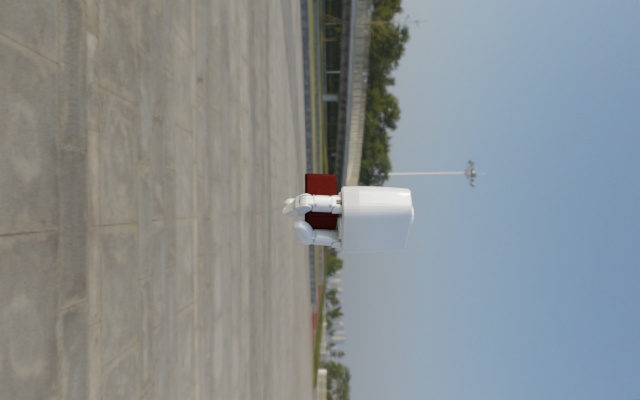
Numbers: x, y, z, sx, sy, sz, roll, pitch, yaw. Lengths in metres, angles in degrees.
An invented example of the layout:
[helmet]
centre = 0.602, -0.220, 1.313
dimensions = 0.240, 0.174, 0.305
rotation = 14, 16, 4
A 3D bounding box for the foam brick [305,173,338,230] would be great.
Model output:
[foam brick]
centre = 0.000, 0.002, 0.770
dimensions = 0.051, 0.078, 0.053
rotation = 0, -27, -2
